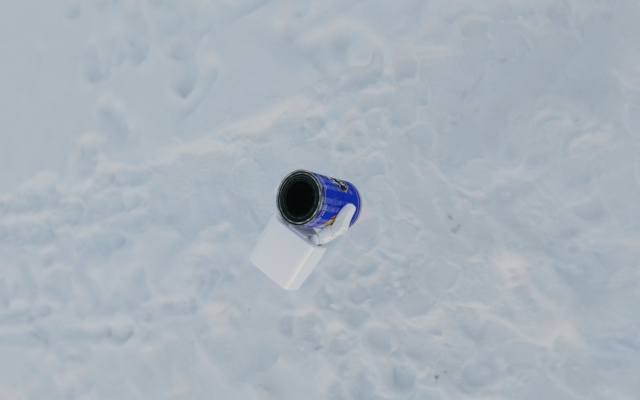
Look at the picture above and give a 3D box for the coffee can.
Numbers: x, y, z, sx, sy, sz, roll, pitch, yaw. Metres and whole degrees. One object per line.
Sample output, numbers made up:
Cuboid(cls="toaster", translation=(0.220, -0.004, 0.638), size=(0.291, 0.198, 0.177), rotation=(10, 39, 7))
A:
Cuboid(cls="coffee can", translation=(0.000, 0.003, 0.895), size=(0.103, 0.103, 0.140), rotation=(0, -6, 34))
